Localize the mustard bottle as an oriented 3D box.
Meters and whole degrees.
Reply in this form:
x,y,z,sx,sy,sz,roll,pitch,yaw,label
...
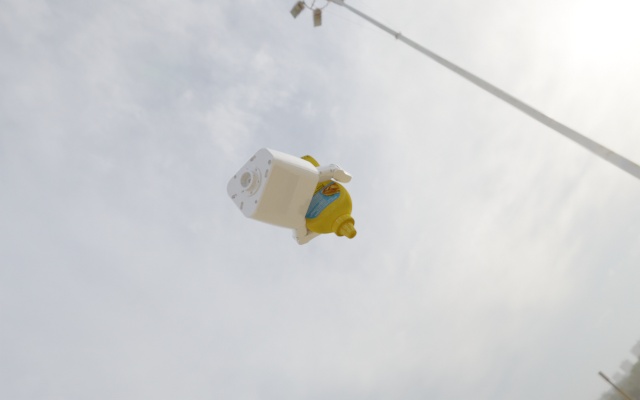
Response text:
x,y,z,sx,sy,sz,roll,pitch,yaw,label
0.000,0.003,0.846,0.191,0.096,0.058,45,-6,38,mustard bottle
